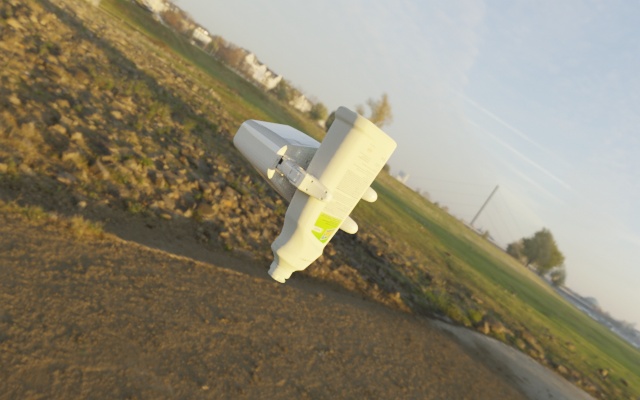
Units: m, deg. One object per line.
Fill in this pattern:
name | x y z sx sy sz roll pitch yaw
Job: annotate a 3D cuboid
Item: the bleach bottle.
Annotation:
bleach bottle | 0.000 0.002 0.661 0.068 0.251 0.102 39 8 39
